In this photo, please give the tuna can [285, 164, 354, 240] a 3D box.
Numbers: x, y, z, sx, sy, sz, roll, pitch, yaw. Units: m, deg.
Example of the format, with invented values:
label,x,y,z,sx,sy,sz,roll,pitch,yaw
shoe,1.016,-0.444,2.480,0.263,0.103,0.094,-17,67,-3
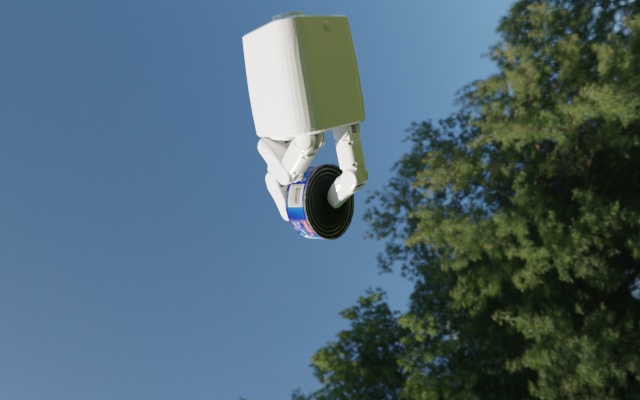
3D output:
label,x,y,z,sx,sy,sz,roll,pitch,yaw
tuna can,0.000,0.002,0.547,0.034,0.086,0.086,-1,-1,42
